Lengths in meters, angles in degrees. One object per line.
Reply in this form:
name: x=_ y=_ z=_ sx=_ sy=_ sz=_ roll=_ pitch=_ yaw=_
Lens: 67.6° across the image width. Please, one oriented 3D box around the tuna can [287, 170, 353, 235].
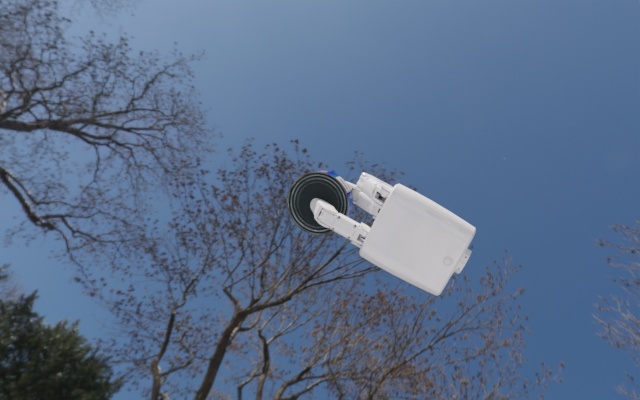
tuna can: x=0.000 y=0.002 z=0.648 sx=0.086 sy=0.086 sz=0.033 roll=0 pitch=7 yaw=16
